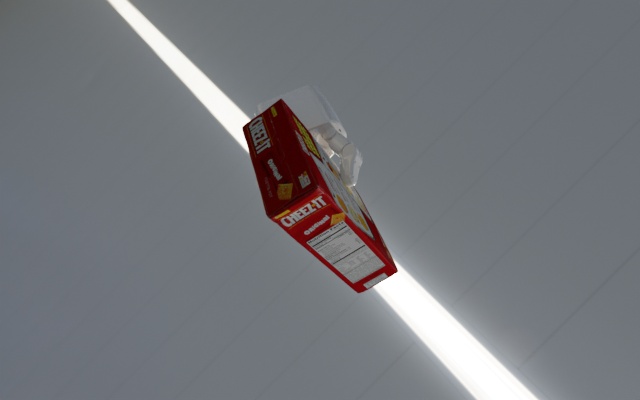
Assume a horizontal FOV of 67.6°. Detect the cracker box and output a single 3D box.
[{"bbox_3d":[0.000,0.002,0.599,0.072,0.164,0.214,-33,-44,11],"label":"cracker box"}]
